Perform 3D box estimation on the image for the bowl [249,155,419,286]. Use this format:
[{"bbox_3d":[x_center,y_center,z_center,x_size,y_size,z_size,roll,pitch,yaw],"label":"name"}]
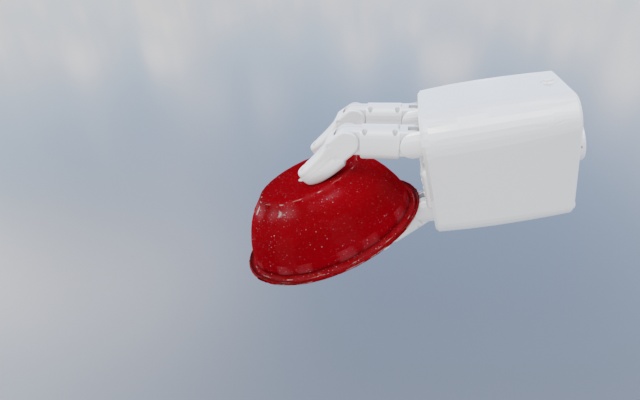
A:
[{"bbox_3d":[-0.001,0.002,0.415,0.162,0.055,0.162,-22,22,9],"label":"bowl"}]
